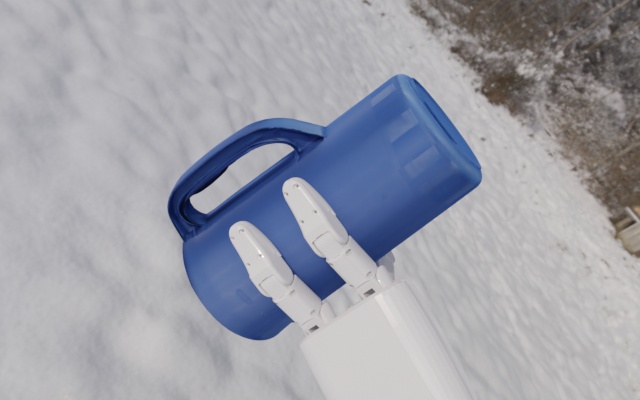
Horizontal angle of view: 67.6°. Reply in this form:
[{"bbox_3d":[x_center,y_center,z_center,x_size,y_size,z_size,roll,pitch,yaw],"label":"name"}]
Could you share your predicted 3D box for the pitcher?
[{"bbox_3d":[0.000,0.001,0.407,0.243,0.145,0.149,-37,-21,22],"label":"pitcher"}]
